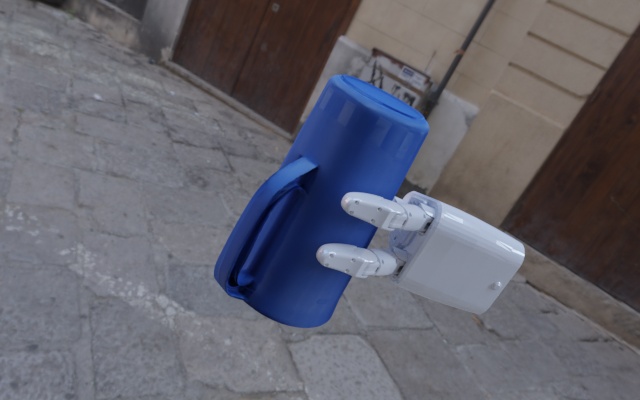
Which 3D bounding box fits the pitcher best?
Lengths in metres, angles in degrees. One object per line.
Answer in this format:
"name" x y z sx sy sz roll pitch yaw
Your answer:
"pitcher" 0.000 0.002 0.487 0.145 0.243 0.149 24 21 -10
